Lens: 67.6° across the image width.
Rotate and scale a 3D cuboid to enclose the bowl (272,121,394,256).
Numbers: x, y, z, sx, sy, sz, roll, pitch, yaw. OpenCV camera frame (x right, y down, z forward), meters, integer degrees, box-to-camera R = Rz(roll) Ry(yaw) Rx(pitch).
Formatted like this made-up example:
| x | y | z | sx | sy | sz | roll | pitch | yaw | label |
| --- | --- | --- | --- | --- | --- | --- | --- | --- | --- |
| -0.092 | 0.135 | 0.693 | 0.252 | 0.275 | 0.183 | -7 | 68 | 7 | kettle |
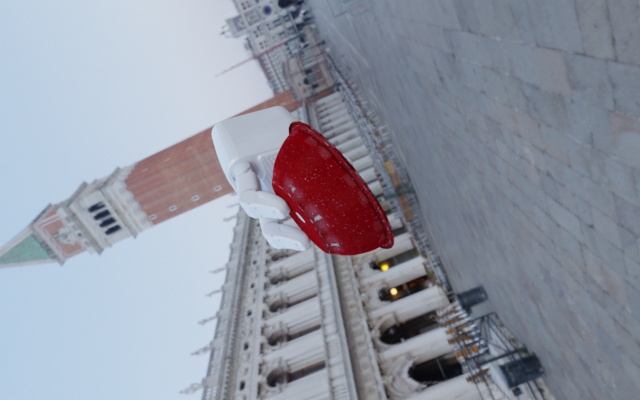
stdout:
| x | y | z | sx | sy | sz | roll | pitch | yaw | label |
| --- | --- | --- | --- | --- | --- | --- | --- | --- | --- |
| 0.000 | 0.002 | 0.480 | 0.055 | 0.162 | 0.162 | -39 | 9 | -12 | bowl |
